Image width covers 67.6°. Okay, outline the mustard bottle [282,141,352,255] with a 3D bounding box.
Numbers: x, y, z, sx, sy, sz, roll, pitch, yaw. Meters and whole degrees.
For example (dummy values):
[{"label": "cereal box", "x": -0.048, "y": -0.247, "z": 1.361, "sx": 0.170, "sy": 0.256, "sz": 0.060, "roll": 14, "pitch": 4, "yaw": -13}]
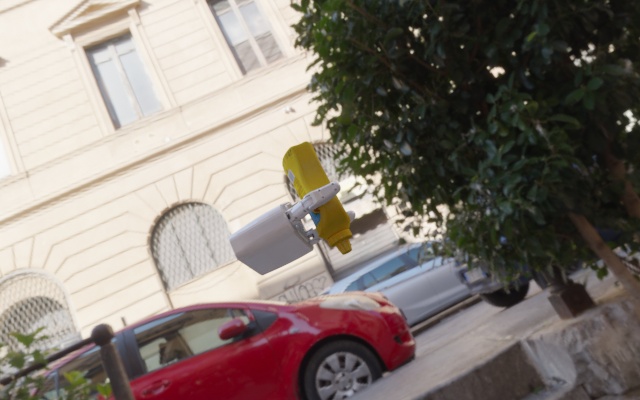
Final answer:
[{"label": "mustard bottle", "x": 0.000, "y": 0.002, "z": 0.793, "sx": 0.058, "sy": 0.191, "sz": 0.096, "roll": -22, "pitch": -17, "yaw": -17}]
